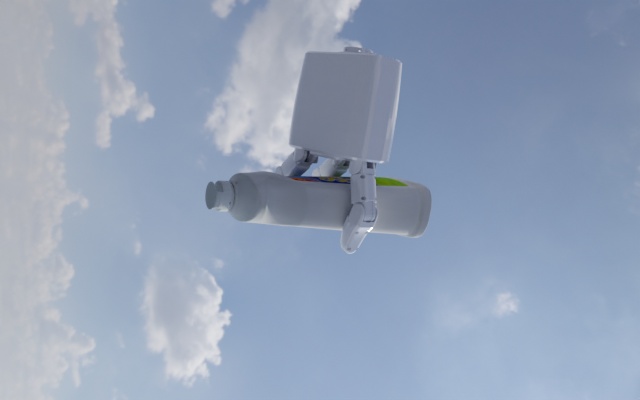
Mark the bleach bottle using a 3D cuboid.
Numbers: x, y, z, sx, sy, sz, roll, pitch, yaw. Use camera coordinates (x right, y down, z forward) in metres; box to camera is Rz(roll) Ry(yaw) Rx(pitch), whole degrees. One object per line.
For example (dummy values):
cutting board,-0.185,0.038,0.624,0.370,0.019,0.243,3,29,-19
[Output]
bleach bottle,0.000,0.002,0.532,0.251,0.068,0.102,3,10,-34
